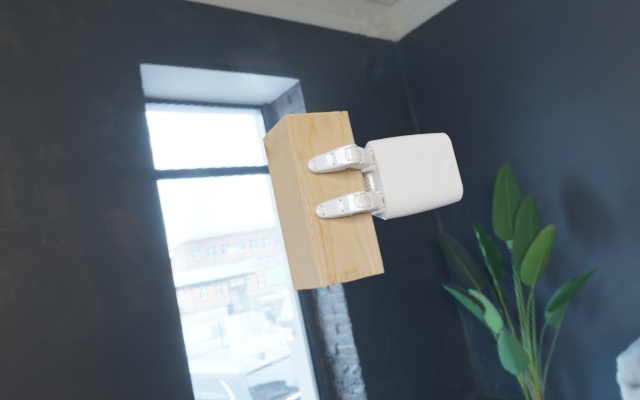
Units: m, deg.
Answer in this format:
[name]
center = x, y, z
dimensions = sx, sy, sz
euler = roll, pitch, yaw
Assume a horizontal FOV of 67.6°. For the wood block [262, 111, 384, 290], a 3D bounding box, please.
[wood block]
center = 0.000, 0.002, 0.607
dimensions = 0.090, 0.206, 0.091
euler = -9, -8, -26
